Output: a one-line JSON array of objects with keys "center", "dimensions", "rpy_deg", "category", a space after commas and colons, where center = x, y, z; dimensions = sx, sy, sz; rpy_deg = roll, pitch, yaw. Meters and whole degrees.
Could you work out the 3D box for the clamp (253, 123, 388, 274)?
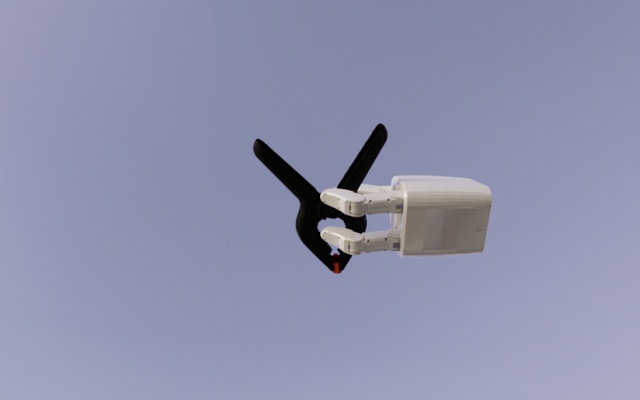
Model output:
[{"center": [0.000, 0.002, 0.622], "dimensions": [0.164, 0.210, 0.036], "rpy_deg": [0, 27, 1], "category": "clamp"}]
